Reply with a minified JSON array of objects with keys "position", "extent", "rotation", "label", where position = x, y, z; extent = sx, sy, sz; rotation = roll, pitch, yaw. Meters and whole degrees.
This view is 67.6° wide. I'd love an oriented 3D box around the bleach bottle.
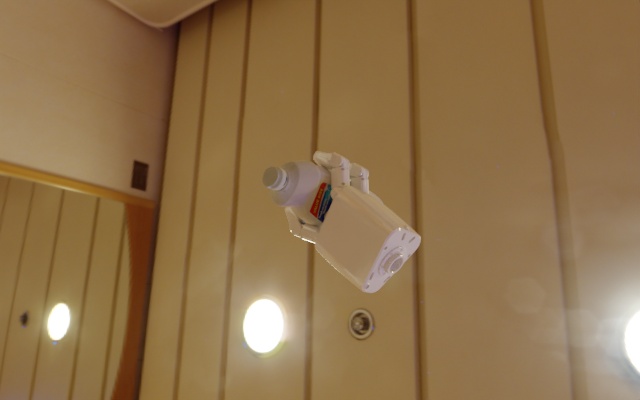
[{"position":[0.000,0.002,0.739],"extent":[0.068,0.102,0.251],"rotation":[42,13,36],"label":"bleach bottle"}]
